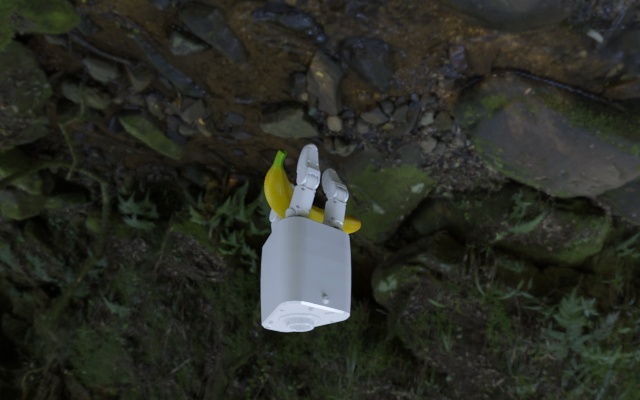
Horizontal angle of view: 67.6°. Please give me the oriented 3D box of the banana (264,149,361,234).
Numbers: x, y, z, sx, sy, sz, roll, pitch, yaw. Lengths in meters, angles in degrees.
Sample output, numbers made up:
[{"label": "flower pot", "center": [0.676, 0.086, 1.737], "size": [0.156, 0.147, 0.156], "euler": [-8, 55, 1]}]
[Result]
[{"label": "banana", "center": [-0.017, 0.010, 0.648], "size": [0.069, 0.037, 0.198], "euler": [-33, -44, 15]}]
